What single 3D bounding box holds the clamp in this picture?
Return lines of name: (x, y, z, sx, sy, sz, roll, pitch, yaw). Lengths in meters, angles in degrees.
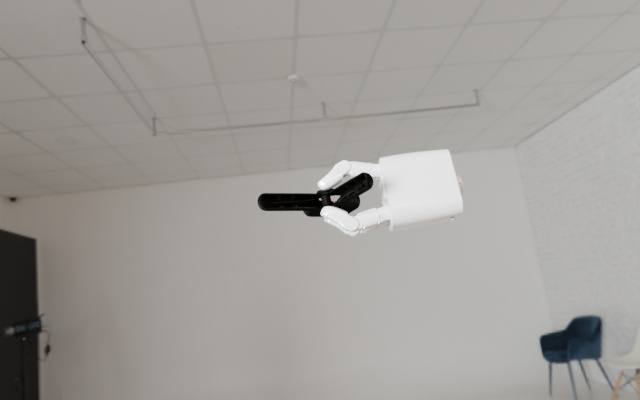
clamp: (0.000, 0.002, 0.743, 0.164, 0.036, 0.210, -9, -11, 4)
